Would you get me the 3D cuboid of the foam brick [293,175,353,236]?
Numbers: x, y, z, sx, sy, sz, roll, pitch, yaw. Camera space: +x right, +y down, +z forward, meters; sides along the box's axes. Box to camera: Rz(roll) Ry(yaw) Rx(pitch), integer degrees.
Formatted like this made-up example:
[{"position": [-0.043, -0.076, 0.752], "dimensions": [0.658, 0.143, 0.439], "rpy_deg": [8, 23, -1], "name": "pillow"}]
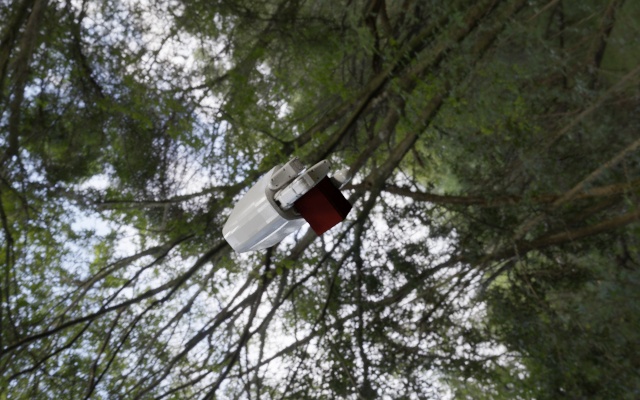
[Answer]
[{"position": [0.000, 0.002, 0.696], "dimensions": [0.051, 0.078, 0.053], "rpy_deg": [-38, 3, 24], "name": "foam brick"}]
